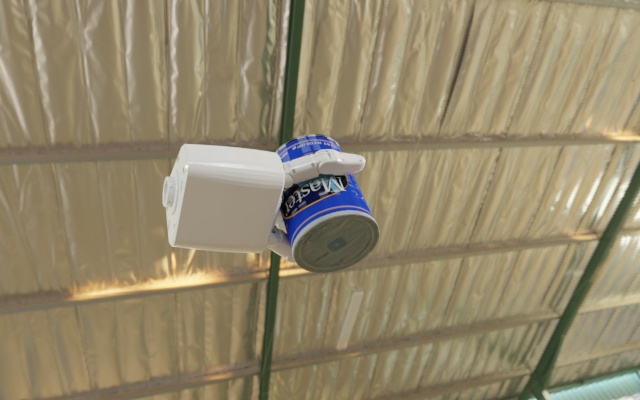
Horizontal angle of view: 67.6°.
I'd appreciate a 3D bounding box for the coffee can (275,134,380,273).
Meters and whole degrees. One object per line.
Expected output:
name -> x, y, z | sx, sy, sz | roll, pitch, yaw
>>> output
coffee can -> 0.000, 0.002, 0.584 | 0.103, 0.140, 0.103 | -12, -42, -11
